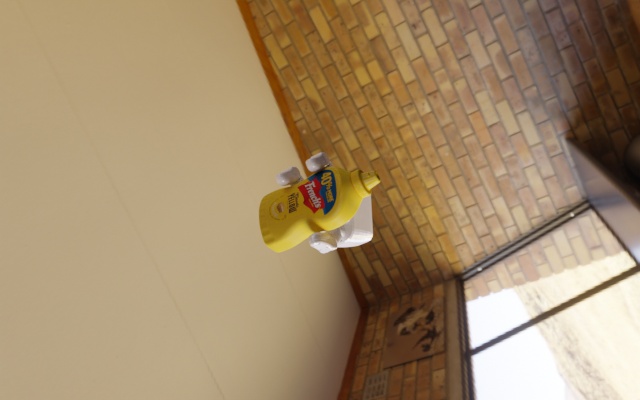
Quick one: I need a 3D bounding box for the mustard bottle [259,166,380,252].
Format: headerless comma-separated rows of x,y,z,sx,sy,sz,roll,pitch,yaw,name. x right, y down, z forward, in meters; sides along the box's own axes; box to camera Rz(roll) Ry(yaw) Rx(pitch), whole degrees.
0.000,0.002,0.709,0.191,0.096,0.058,-24,-41,21,mustard bottle
